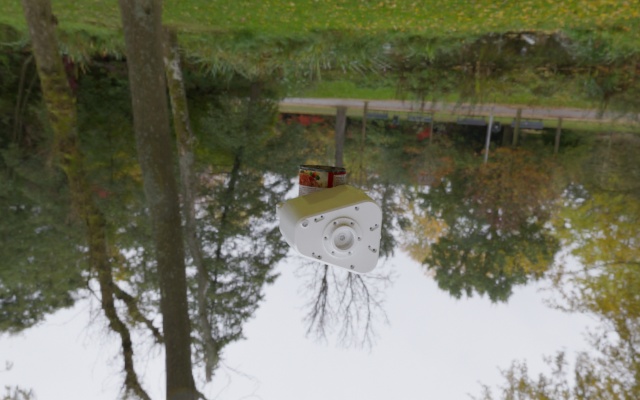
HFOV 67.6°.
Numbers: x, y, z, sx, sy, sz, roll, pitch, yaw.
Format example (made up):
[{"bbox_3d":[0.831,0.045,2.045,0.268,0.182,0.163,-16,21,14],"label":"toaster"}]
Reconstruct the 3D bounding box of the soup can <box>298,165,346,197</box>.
[{"bbox_3d":[0.000,0.002,0.693,0.068,0.102,0.068,4,9,-1],"label":"soup can"}]
